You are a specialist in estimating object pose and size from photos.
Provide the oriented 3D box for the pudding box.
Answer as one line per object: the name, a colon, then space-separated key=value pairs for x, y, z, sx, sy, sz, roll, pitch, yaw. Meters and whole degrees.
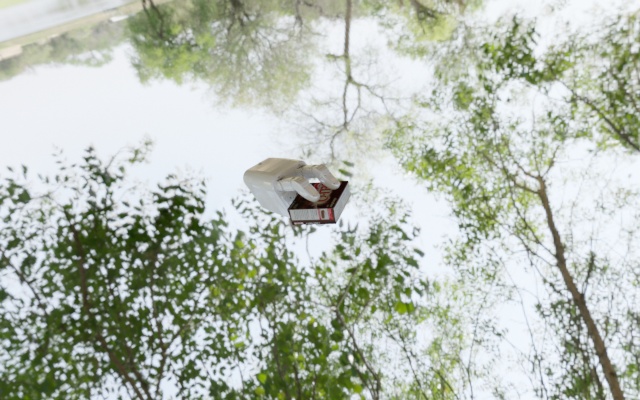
pudding box: x=0.000 y=0.003 z=0.891 sx=0.090 sy=0.039 sz=0.113 roll=-3 pitch=29 yaw=20
